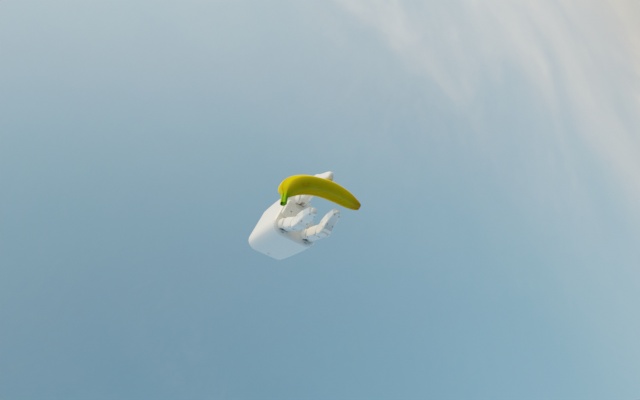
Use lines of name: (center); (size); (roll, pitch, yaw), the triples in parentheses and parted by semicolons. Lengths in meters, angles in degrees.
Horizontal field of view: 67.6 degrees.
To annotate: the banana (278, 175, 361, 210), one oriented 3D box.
banana: (-0.007, -0.014, 0.874); (0.198, 0.069, 0.037); (2, -27, -42)
